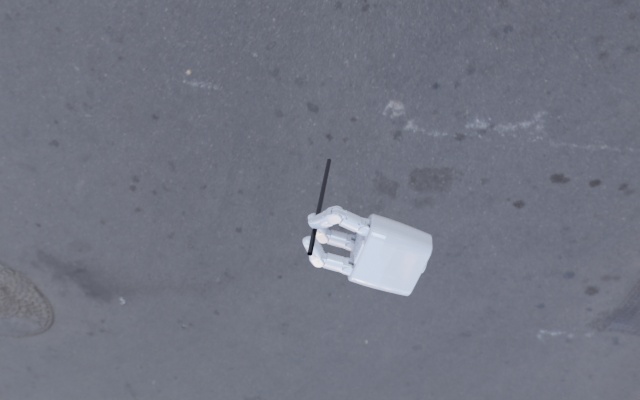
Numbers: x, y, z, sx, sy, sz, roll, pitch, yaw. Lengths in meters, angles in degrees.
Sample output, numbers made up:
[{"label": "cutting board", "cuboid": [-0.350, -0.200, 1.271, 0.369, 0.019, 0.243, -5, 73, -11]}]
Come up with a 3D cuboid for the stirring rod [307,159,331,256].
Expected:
[{"label": "stirring rod", "cuboid": [0.000, 0.003, 0.814, 0.011, 0.011, 0.239, 0, 41, 10]}]
